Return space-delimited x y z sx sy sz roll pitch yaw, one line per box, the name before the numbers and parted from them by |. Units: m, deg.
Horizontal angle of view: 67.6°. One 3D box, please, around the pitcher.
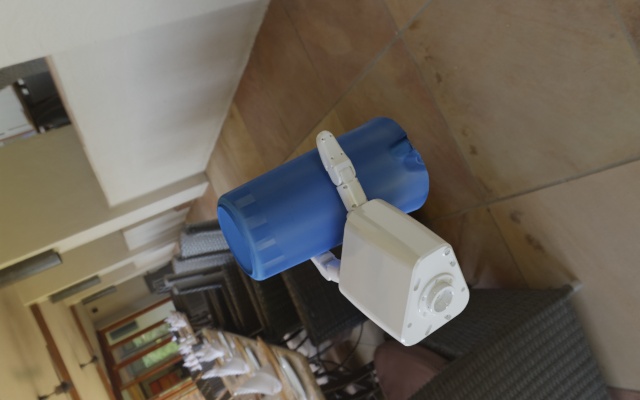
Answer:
pitcher | 0.000 0.002 0.598 0.243 0.149 0.145 -26 36 -23
